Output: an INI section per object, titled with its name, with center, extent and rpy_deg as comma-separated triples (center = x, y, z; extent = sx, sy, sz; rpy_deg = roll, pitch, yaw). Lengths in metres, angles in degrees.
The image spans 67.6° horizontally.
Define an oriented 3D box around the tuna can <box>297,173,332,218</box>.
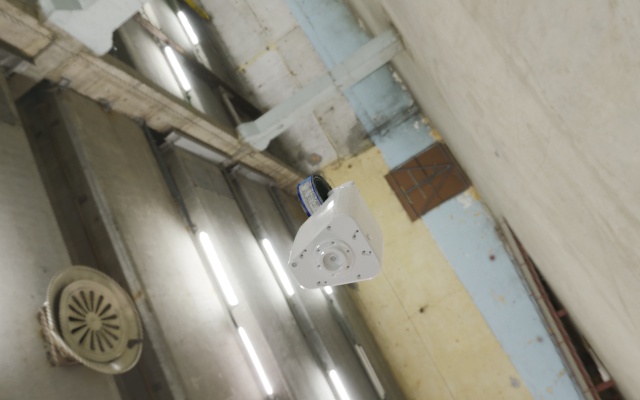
[tuna can]
center = 0.000, 0.003, 0.743
extent = 0.034, 0.086, 0.086
rpy_deg = -31, -10, 17
